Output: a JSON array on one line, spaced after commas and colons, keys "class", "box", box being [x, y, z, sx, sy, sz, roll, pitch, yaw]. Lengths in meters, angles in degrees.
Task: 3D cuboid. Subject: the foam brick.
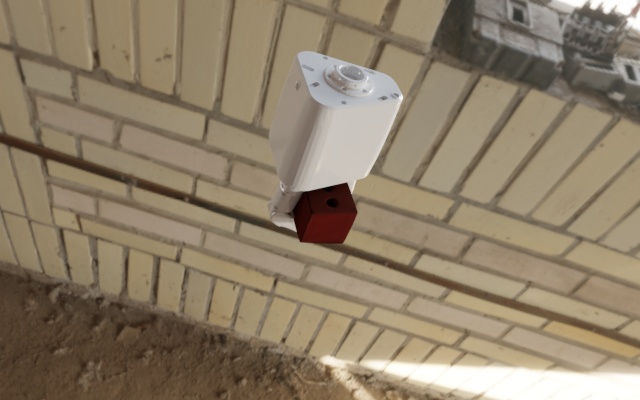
[{"class": "foam brick", "box": [0.000, 0.002, 0.525, 0.053, 0.078, 0.051, 1, -42, -22]}]
